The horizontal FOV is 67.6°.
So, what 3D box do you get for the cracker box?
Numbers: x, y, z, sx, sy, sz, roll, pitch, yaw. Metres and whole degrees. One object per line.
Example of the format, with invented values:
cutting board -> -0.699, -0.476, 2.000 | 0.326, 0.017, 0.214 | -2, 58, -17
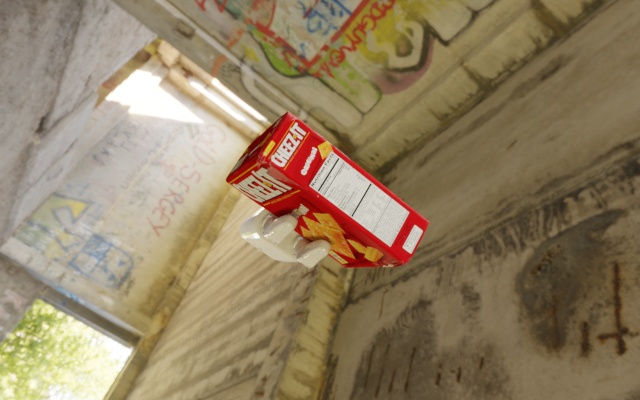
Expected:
cracker box -> 0.000, 0.002, 0.596 | 0.214, 0.072, 0.164 | 36, -20, -15
